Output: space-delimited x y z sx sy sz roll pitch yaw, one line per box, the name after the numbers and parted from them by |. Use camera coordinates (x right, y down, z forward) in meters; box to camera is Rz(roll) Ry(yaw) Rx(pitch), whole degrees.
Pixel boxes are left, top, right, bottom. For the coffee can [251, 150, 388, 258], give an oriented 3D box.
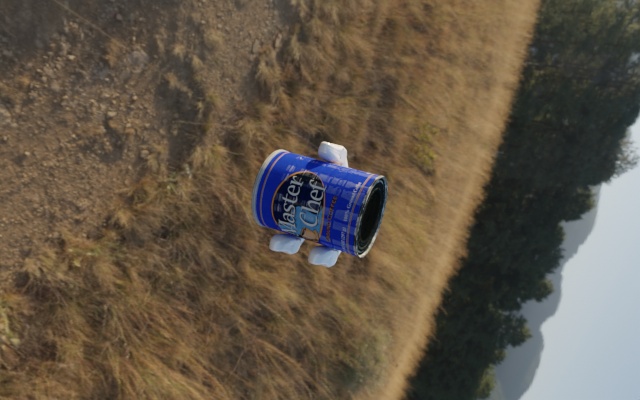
0.000 0.002 0.596 0.140 0.103 0.103 16 6 21 | coffee can
